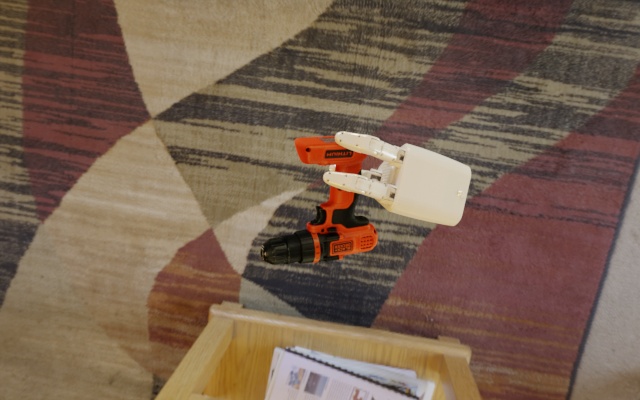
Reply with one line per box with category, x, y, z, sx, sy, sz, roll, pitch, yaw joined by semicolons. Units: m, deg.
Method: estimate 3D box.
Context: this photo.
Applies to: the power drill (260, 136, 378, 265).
power drill;0.000;0.002;0.700;0.184;0.188;0.057;-8;23;-22
